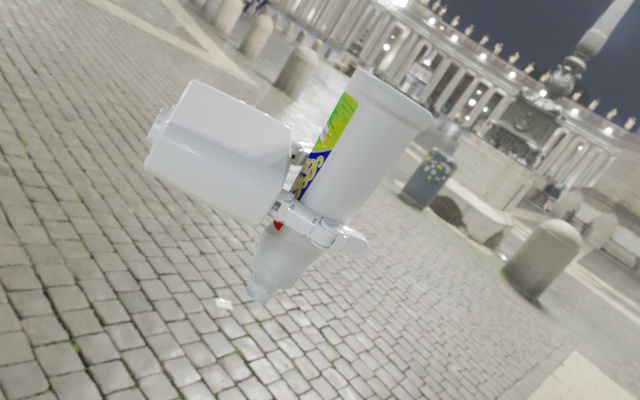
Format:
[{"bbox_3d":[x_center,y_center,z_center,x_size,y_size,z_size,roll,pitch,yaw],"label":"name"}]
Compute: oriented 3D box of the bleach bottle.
[{"bbox_3d":[0.000,0.001,0.460,0.068,0.251,0.102,27,17,-19],"label":"bleach bottle"}]
